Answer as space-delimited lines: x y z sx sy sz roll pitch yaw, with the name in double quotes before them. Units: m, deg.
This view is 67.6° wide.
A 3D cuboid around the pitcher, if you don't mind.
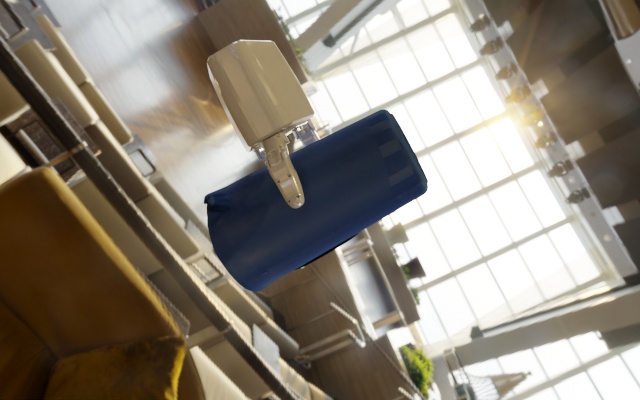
"pitcher" 0.000 0.002 0.566 0.243 0.145 0.149 -28 5 10
